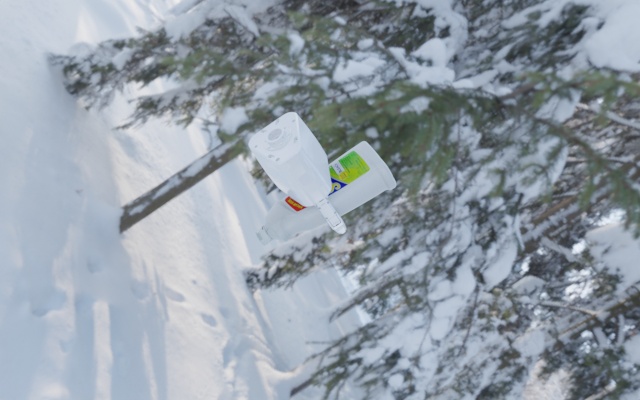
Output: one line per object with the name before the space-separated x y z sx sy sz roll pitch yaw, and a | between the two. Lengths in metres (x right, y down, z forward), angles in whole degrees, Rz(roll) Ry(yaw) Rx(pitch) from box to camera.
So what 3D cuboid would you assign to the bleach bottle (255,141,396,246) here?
bleach bottle | 0.000 0.003 0.832 0.251 0.102 0.068 -34 -45 2
